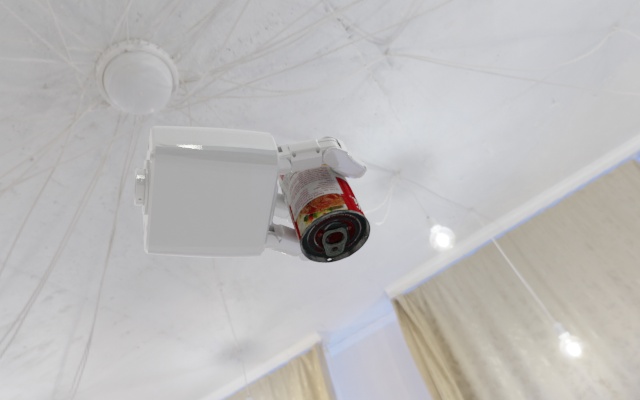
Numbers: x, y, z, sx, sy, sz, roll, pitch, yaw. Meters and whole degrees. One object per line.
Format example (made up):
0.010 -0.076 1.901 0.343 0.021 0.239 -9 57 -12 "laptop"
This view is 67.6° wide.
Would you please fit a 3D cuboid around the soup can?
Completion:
0.000 0.001 0.473 0.068 0.068 0.102 0 42 -22 "soup can"
